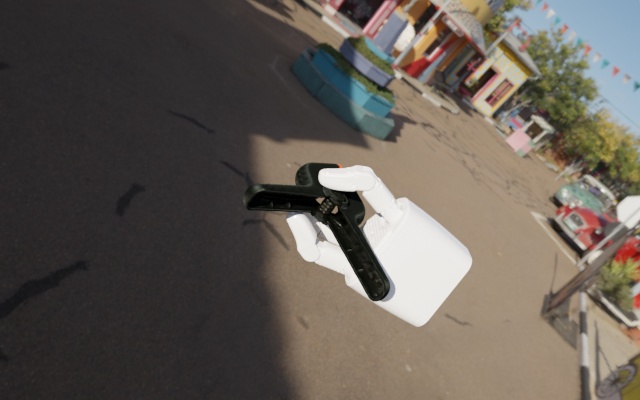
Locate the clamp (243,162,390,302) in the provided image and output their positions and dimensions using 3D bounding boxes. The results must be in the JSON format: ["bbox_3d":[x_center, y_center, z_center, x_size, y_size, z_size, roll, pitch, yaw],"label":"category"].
[{"bbox_3d":[0.001,0.001,0.517,0.164,0.036,0.210,36,23,-16],"label":"clamp"}]
